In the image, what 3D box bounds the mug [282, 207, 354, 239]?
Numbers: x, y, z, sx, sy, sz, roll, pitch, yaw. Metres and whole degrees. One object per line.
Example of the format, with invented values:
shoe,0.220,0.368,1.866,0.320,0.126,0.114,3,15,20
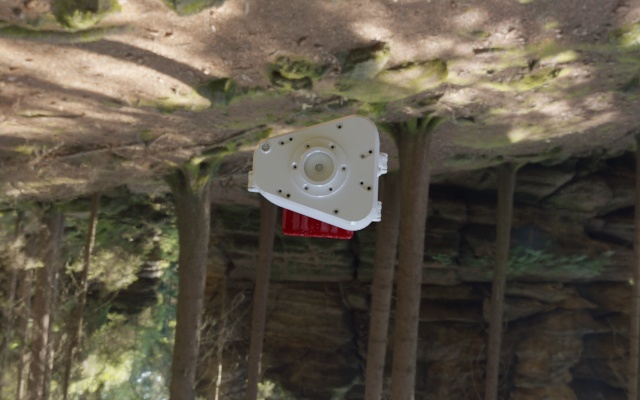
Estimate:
mug,0.000,0.002,0.557,0.093,0.081,0.117,3,-4,5
